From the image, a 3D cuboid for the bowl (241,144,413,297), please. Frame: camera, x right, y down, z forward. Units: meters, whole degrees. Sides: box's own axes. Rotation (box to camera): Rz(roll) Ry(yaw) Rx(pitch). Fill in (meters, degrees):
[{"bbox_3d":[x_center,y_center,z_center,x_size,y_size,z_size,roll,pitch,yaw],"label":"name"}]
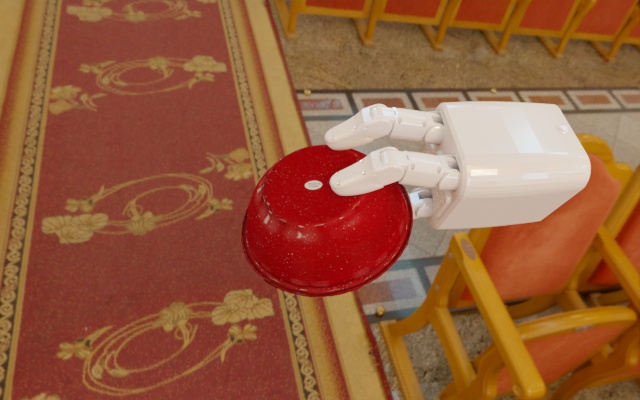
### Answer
[{"bbox_3d":[-0.001,0.002,0.425,0.162,0.162,0.055,0,-38,13],"label":"bowl"}]
